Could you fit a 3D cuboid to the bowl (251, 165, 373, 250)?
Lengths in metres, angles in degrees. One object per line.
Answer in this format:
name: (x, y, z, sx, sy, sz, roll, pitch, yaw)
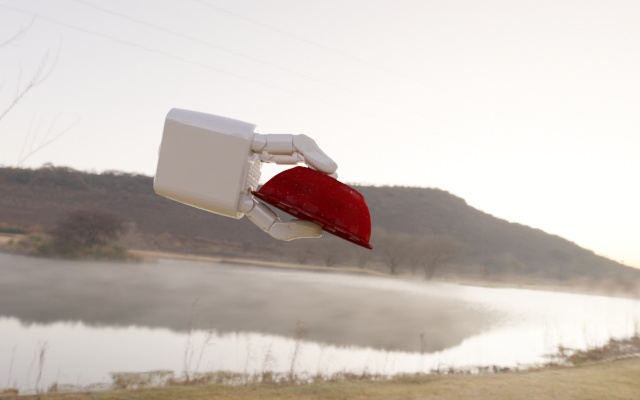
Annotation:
bowl: (0.001, 0.002, 0.578, 0.162, 0.055, 0.162, 25, -5, 3)
